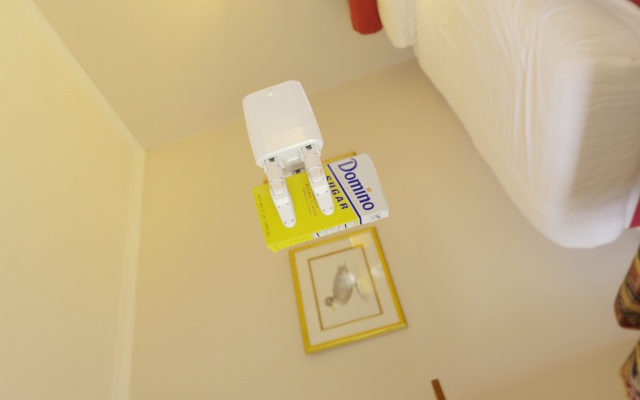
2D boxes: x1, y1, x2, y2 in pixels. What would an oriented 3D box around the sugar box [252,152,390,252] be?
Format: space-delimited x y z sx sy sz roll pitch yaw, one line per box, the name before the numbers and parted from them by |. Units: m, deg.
sugar box | 0.000 0.002 0.678 0.176 0.093 0.048 -19 -17 3
